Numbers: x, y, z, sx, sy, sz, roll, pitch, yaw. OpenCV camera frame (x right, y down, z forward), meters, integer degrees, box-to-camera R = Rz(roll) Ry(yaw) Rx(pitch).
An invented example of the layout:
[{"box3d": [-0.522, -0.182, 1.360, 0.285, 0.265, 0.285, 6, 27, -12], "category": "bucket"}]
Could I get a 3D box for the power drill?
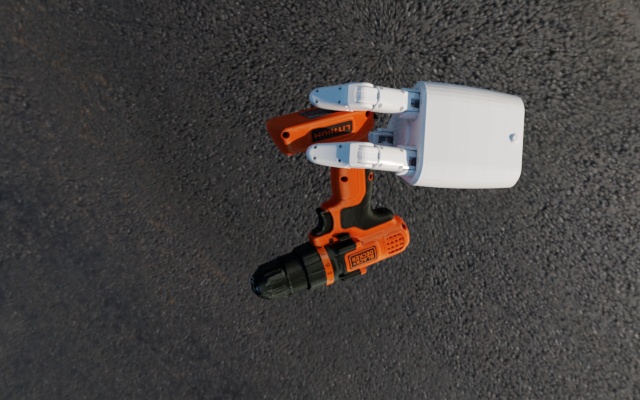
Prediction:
[{"box3d": [0.000, 0.001, 0.495, 0.184, 0.188, 0.057, -20, 27, -19], "category": "power drill"}]
